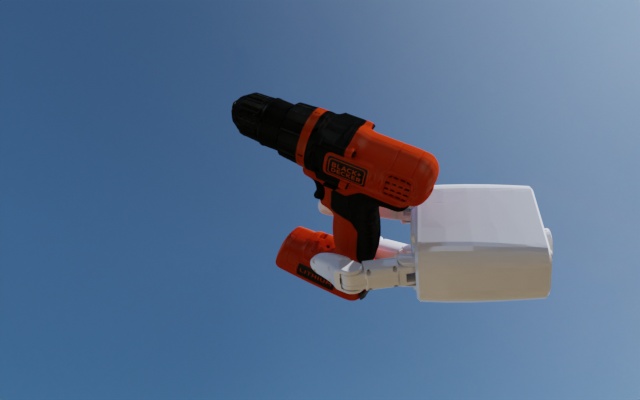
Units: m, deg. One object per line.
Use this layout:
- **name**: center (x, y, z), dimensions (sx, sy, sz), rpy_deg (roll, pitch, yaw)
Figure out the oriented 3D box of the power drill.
- **power drill**: center (0.000, 0.002, 0.444), dimensions (0.184, 0.188, 0.057), rpy_deg (24, 48, 15)
